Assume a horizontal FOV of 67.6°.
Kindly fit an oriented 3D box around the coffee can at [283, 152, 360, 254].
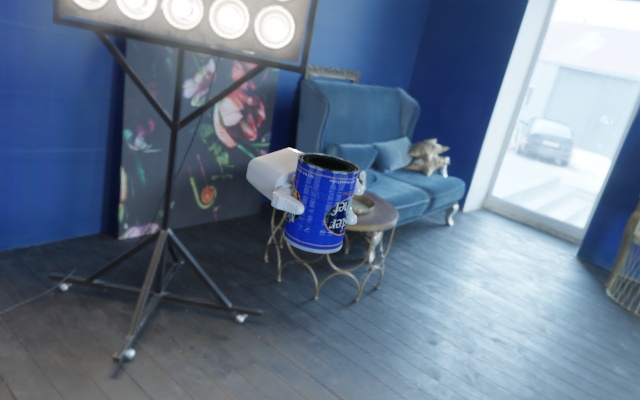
[{"bbox_3d":[0.000,0.003,0.789,0.103,0.140,0.102,11,19,-4],"label":"coffee can"}]
